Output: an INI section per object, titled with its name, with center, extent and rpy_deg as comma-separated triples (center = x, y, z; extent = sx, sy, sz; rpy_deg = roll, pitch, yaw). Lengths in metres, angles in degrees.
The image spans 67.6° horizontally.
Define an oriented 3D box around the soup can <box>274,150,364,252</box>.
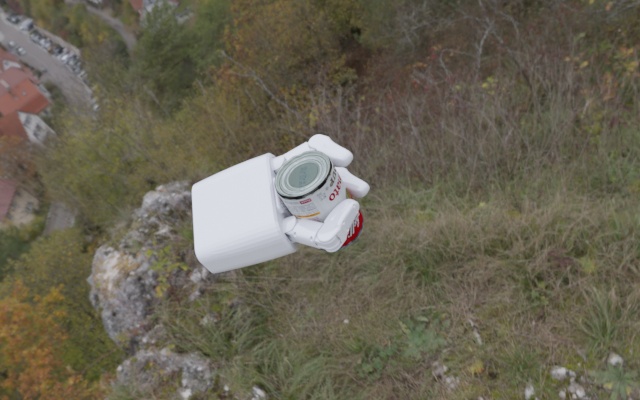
[soup can]
center = 0.000, 0.002, 0.534
extent = 0.068, 0.068, 0.102
rpy_deg = 0, -38, 30
